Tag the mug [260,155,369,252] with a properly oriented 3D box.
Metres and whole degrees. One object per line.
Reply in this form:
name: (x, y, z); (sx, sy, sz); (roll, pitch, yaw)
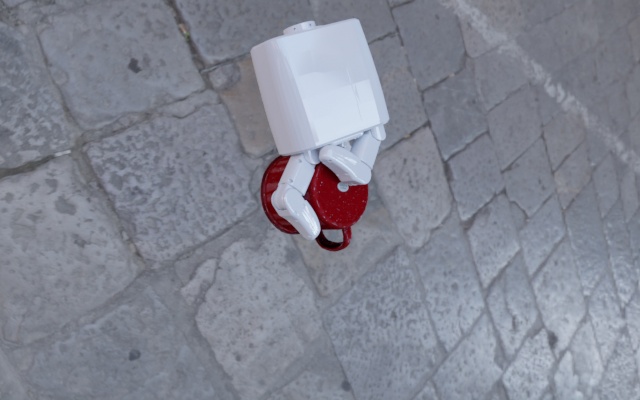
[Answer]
mug: (0.001, 0.003, 0.514); (0.093, 0.117, 0.081); (-28, 16, -39)
